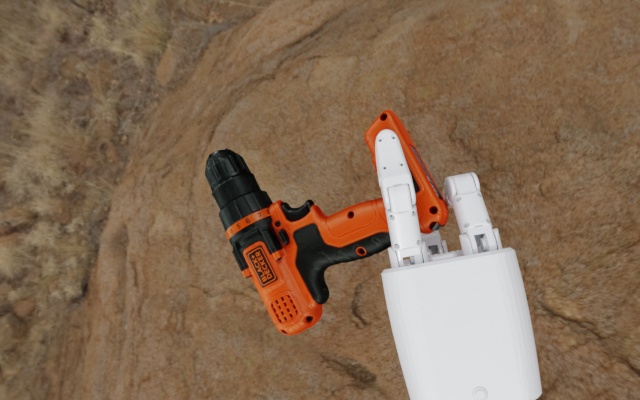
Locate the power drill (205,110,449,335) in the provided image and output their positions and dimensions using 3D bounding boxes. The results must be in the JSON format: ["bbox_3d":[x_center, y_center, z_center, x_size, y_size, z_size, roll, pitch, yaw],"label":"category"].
[{"bbox_3d":[0.001,0.001,0.419,0.188,0.184,0.057,-31,-8,18],"label":"power drill"}]
